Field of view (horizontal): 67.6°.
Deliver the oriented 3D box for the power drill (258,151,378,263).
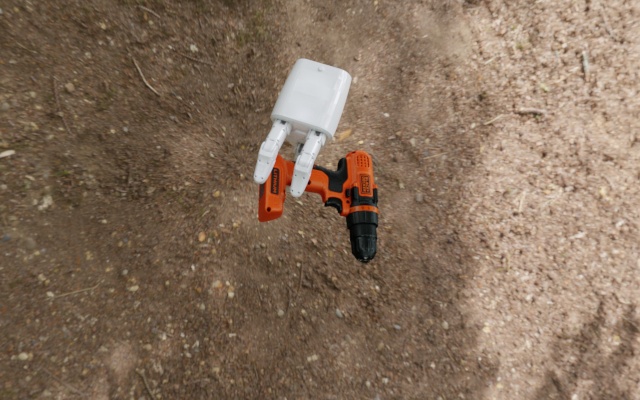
[{"bbox_3d":[0.000,0.002,0.737,0.187,0.184,0.057,6,-25,-19],"label":"power drill"}]
